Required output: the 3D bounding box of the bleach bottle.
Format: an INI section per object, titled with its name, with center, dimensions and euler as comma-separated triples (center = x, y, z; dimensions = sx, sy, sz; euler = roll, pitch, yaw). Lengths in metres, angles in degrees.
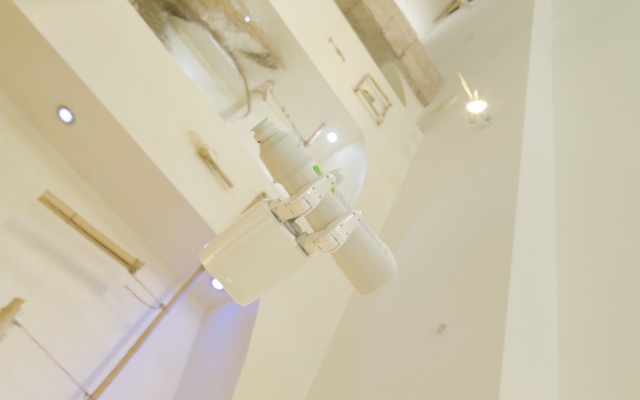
[bleach bottle]
center = 0.000, 0.002, 0.610
dimensions = 0.068, 0.251, 0.102
euler = -36, 15, 5
